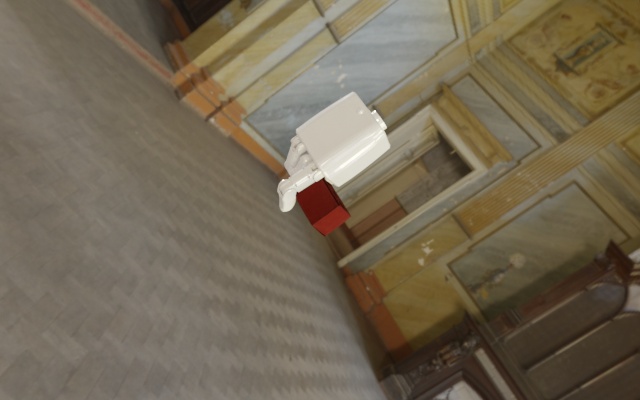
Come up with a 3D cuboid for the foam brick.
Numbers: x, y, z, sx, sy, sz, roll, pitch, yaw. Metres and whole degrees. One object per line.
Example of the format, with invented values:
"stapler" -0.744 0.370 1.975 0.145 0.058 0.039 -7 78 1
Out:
"foam brick" 0.000 0.003 0.709 0.051 0.078 0.053 -34 -29 6
